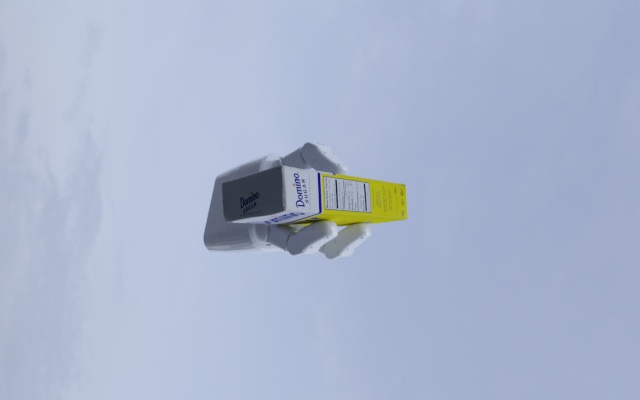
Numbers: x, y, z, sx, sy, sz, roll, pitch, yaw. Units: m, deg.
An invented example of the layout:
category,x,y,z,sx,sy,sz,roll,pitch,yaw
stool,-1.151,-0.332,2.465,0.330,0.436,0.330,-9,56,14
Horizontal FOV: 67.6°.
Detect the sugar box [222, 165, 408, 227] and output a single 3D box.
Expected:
category,x,y,z,sx,sy,sz,roll,pitch,yaw
sugar box,0.000,0.002,0.482,0.176,0.048,0.093,1,-9,-44
